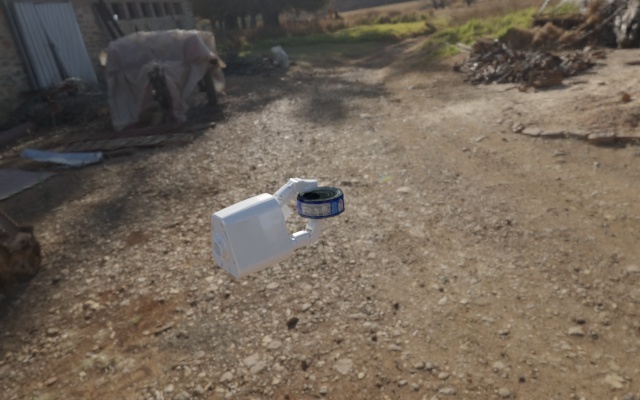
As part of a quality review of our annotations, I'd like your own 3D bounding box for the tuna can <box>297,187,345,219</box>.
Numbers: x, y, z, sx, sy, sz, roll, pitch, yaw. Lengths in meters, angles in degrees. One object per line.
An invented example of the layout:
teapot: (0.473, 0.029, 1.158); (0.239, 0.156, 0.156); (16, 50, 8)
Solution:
tuna can: (0.000, 0.002, 0.853); (0.086, 0.034, 0.086); (-4, 18, 1)
